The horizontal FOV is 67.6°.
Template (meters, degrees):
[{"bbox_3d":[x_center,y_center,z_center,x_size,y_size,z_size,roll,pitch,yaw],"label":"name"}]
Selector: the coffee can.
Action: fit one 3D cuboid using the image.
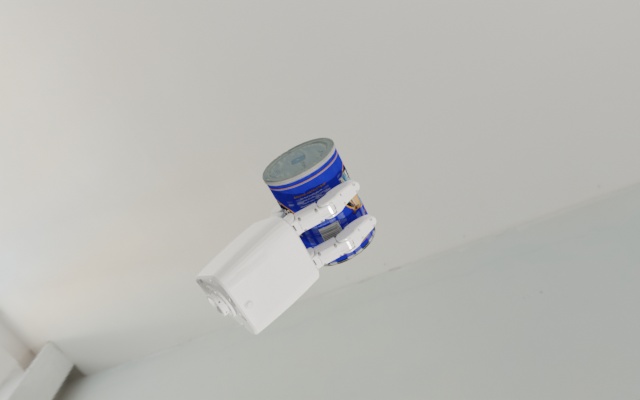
[{"bbox_3d":[0.000,0.002,0.641,0.103,0.140,0.102,-23,25,12],"label":"coffee can"}]
